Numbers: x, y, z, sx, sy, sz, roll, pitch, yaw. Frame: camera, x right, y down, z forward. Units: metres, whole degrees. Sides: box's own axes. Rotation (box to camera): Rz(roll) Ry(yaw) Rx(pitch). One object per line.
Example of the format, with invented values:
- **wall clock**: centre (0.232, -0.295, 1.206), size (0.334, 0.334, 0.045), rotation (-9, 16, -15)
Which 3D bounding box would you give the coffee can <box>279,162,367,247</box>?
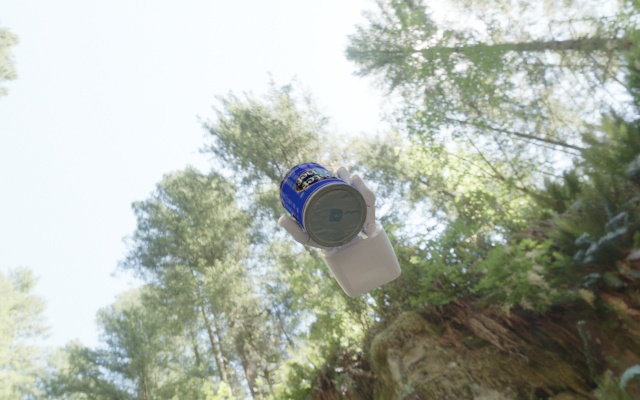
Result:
- **coffee can**: centre (0.000, 0.002, 0.781), size (0.103, 0.103, 0.140), rotation (0, 18, -21)
